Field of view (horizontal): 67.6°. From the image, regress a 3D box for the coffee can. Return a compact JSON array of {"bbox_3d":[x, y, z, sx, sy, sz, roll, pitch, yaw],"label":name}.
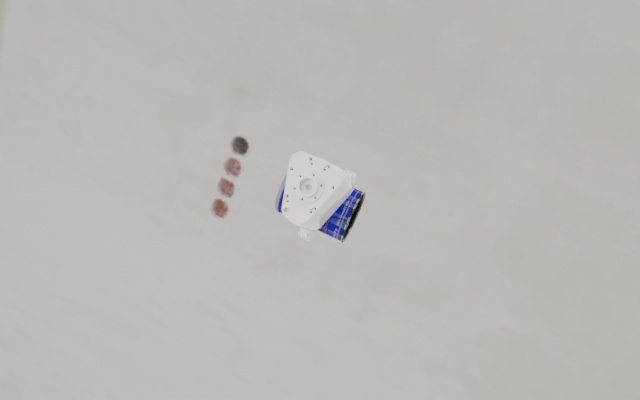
[{"bbox_3d":[0.000,0.003,0.896,0.140,0.103,0.103,25,4,10],"label":"coffee can"}]
